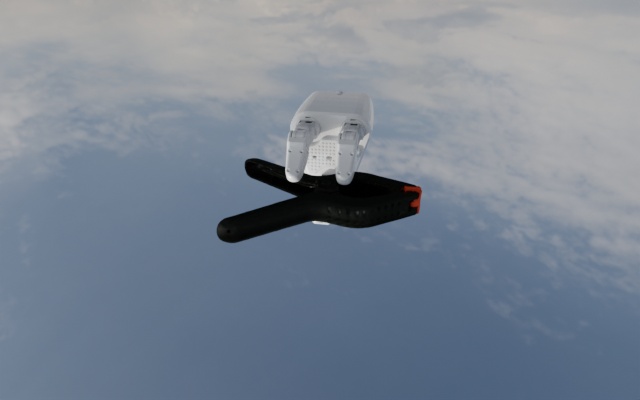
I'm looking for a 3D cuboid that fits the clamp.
[{"bbox_3d":[0.001,0.002,0.505,0.210,0.036,0.164,5,29,7],"label":"clamp"}]
